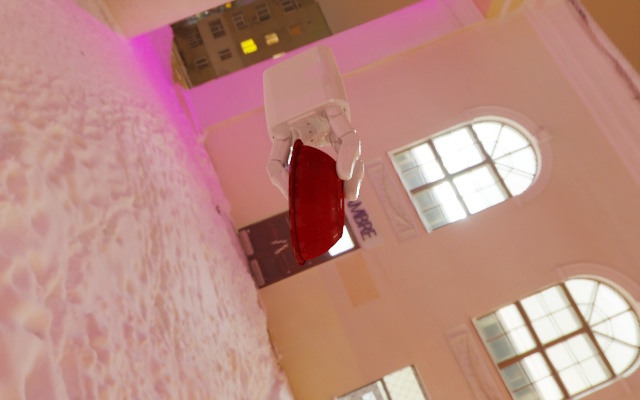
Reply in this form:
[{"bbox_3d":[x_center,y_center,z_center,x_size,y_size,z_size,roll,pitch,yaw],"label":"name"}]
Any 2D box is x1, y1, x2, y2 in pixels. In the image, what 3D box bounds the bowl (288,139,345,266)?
[{"bbox_3d":[0.001,0.003,0.604,0.055,0.162,0.162,-1,0,7],"label":"bowl"}]
